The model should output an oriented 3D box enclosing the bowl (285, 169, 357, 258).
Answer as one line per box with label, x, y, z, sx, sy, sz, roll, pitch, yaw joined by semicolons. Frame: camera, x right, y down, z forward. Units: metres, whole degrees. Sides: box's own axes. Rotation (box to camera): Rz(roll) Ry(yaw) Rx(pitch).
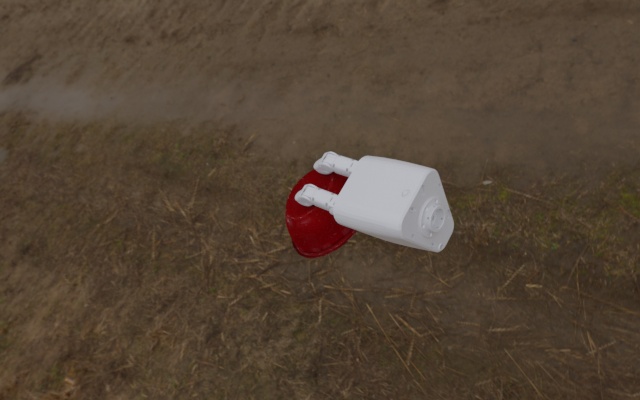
bowl;-0.001;0.002;0.706;0.055;0.162;0.162;40;-24;-31
